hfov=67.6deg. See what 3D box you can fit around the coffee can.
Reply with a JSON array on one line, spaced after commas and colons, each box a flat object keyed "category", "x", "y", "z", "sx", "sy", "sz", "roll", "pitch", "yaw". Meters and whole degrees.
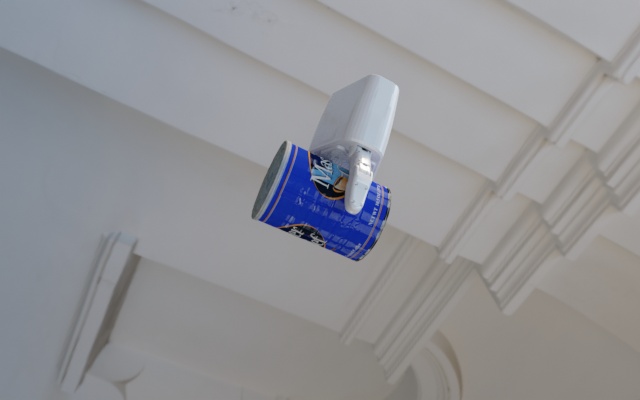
[{"category": "coffee can", "x": 0.000, "y": 0.002, "z": 0.585, "sx": 0.140, "sy": 0.103, "sz": 0.103, "roll": 24, "pitch": -6, "yaw": -13}]
